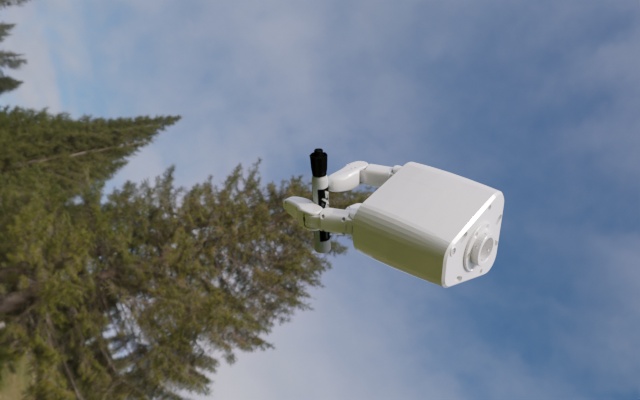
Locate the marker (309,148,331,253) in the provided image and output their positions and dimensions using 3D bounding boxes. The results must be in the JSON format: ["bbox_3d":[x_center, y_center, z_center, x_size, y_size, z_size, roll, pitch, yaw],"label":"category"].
[{"bbox_3d":[0.000,0.002,0.519,0.020,0.121,0.020,-2,26,1],"label":"marker"}]
